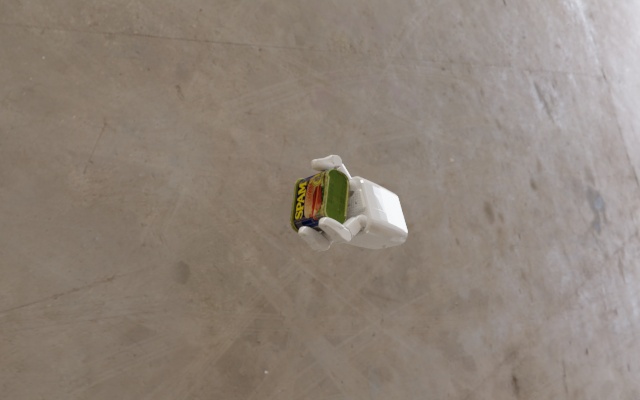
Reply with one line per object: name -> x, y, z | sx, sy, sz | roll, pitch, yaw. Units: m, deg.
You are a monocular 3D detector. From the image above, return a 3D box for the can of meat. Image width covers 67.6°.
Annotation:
can of meat -> 0.000, 0.002, 0.810 | 0.057, 0.102, 0.084 | 24, -28, -37
